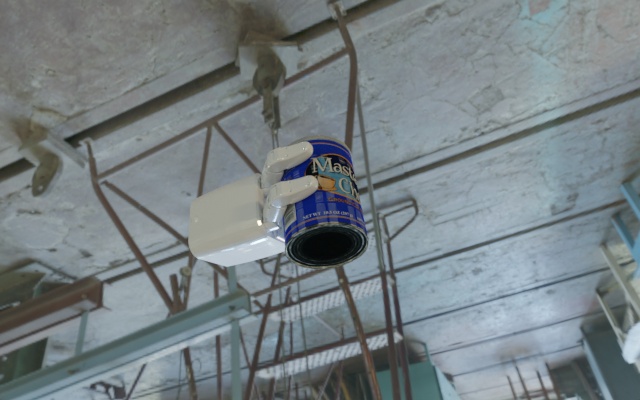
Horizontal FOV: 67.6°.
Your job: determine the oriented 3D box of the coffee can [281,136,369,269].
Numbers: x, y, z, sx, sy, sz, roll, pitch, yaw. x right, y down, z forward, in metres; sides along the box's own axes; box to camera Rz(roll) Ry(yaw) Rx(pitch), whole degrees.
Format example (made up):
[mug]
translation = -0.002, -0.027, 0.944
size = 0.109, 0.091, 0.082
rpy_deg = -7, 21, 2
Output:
[coffee can]
translation = 0.000, 0.002, 0.614
size = 0.103, 0.140, 0.103
rpy_deg = -5, -37, -4
